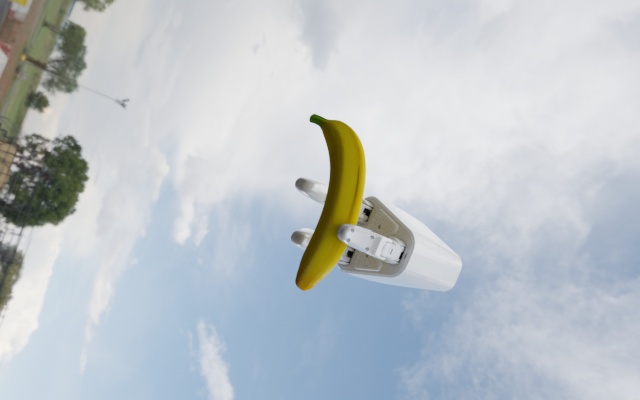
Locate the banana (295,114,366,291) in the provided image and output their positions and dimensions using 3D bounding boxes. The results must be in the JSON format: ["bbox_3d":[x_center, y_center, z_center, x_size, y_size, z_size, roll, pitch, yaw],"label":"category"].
[{"bbox_3d":[0.014,-0.004,0.497,0.069,0.197,0.037,-11,-25,41],"label":"banana"}]
